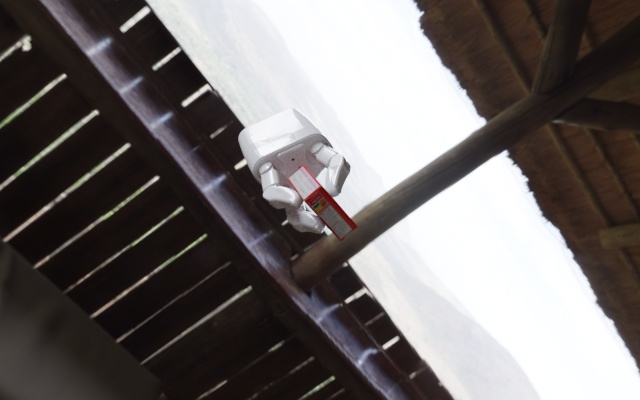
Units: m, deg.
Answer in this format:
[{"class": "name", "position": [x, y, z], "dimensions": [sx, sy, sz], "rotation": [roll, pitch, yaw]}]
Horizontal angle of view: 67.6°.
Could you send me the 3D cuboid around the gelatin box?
[{"class": "gelatin box", "position": [0.001, 0.002, 0.586], "dimensions": [0.030, 0.073, 0.089], "rotation": [-41, 26, 0]}]
